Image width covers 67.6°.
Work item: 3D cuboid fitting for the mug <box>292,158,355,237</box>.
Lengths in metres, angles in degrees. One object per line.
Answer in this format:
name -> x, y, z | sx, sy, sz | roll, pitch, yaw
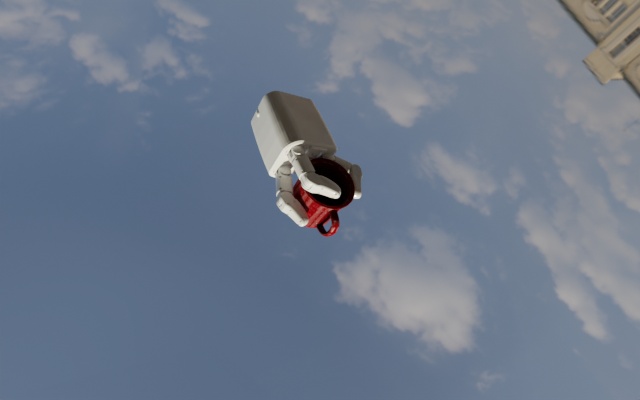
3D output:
mug -> 0.001, 0.004, 0.762 | 0.093, 0.117, 0.081 | -8, -25, -31
